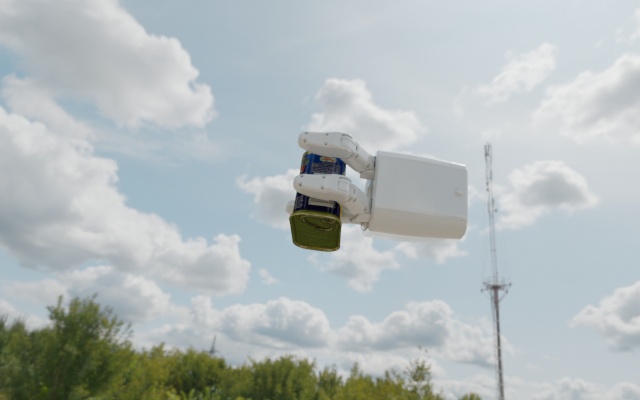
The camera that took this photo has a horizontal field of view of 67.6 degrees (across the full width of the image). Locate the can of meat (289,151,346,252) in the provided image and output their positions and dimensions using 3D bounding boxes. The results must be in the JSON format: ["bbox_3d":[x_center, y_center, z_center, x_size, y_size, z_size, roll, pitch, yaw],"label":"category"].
[{"bbox_3d":[0.000,0.002,0.556,0.057,0.084,0.102,7,-26,4],"label":"can of meat"}]
